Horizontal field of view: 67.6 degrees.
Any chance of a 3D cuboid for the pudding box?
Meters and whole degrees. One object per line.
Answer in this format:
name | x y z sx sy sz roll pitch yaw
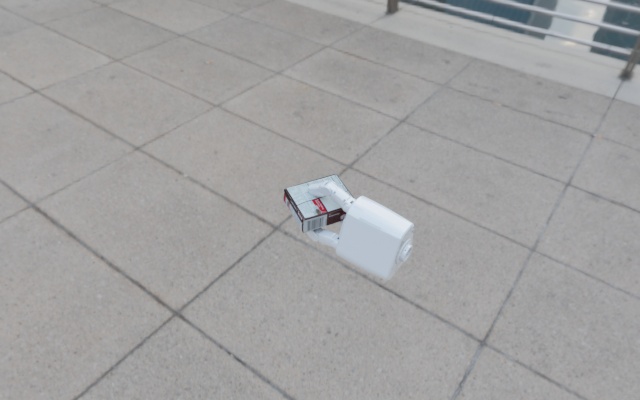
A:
pudding box | 0.000 0.003 0.882 0.113 0.039 0.090 -15 47 -22
